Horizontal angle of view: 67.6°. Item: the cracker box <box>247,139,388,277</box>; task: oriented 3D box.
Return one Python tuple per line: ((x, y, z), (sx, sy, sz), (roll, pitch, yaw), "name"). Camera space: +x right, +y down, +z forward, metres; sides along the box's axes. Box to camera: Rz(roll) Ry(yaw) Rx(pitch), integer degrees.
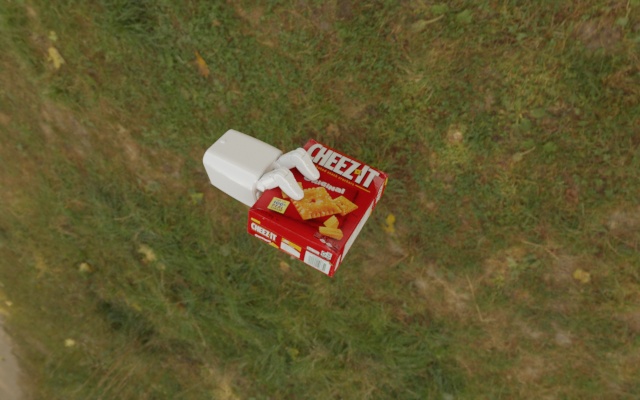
((0.000, 0.003, 0.824), (0.164, 0.072, 0.213), (27, 50, 12), "cracker box")
